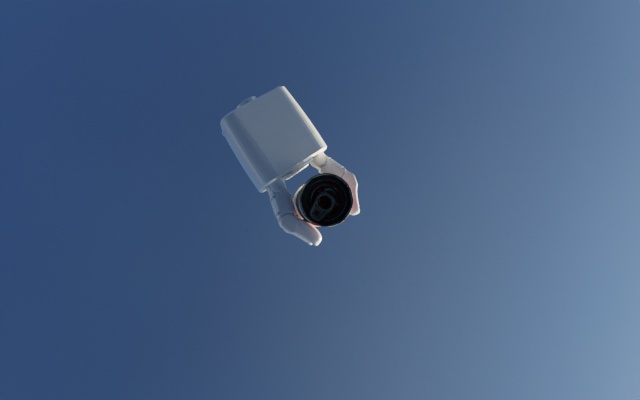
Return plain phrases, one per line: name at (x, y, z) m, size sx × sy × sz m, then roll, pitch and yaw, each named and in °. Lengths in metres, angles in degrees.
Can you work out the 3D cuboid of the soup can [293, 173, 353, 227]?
soup can at (0.000, 0.002, 0.646) m, size 0.068 × 0.068 × 0.102 m, roll 0°, pitch -3°, yaw -9°
